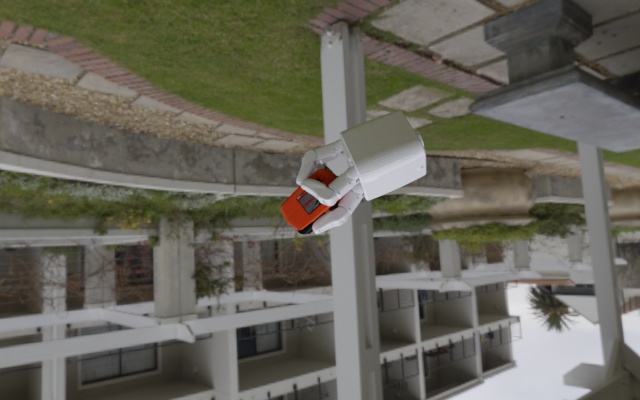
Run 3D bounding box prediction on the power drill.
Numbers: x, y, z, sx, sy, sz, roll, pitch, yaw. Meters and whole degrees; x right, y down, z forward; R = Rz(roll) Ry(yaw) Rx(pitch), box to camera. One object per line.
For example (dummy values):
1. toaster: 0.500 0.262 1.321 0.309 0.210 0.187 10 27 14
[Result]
1. power drill: 0.000 0.003 0.832 0.184 0.057 0.187 -44 -8 15
